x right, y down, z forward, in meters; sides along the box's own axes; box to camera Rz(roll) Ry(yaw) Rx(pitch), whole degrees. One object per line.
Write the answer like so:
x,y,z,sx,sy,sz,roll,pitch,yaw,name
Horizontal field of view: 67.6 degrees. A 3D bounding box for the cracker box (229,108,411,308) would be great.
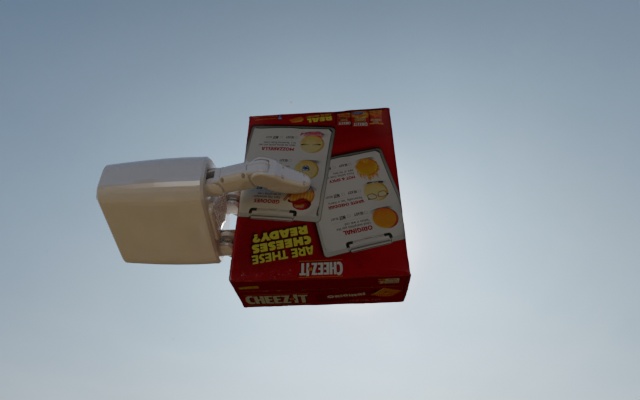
0.000,0.001,0.508,0.164,0.213,0.072,-3,-36,3,cracker box
